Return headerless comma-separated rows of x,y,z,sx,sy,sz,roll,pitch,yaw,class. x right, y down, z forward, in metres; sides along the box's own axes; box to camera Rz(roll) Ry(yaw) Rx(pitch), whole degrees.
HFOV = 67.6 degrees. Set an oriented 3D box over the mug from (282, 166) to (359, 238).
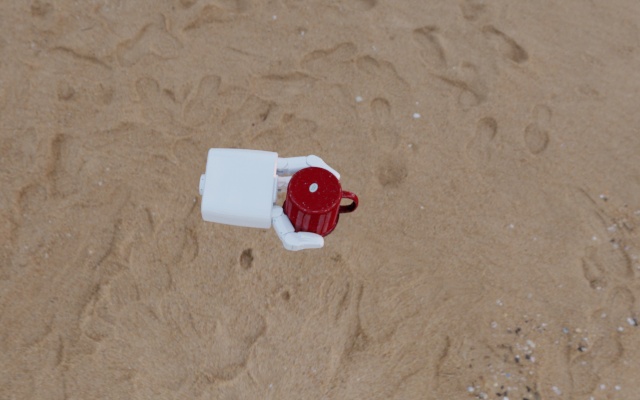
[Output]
0.002,0.002,0.726,0.117,0.093,0.081,3,-28,-5,mug
